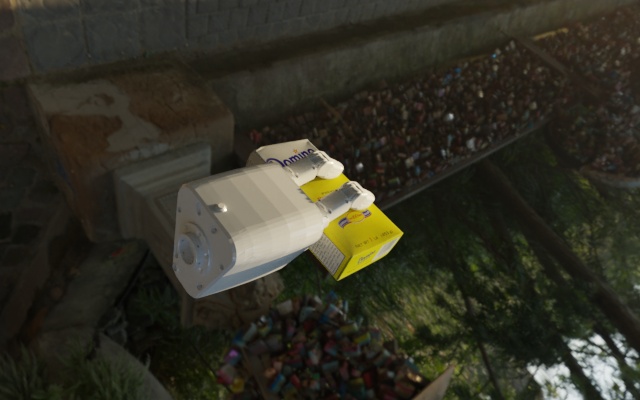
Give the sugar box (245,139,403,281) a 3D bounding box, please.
[{"bbox_3d":[0.000,0.001,0.545,0.093,0.048,0.176,-18,57,-44],"label":"sugar box"}]
